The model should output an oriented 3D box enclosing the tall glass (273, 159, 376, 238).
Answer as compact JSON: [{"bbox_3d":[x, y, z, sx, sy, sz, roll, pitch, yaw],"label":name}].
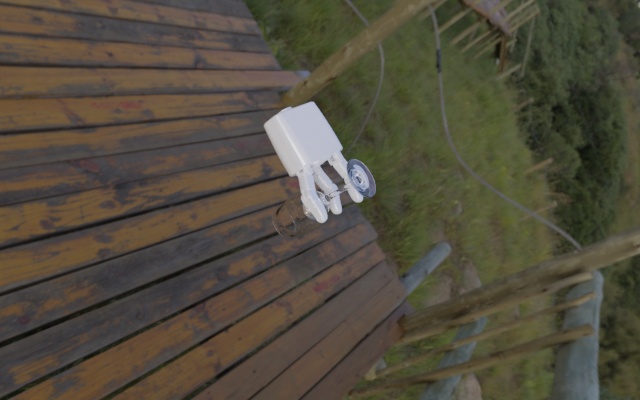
[{"bbox_3d":[0.001,0.003,0.874,0.201,0.079,0.079,-31,-19,35],"label":"tall glass"}]
